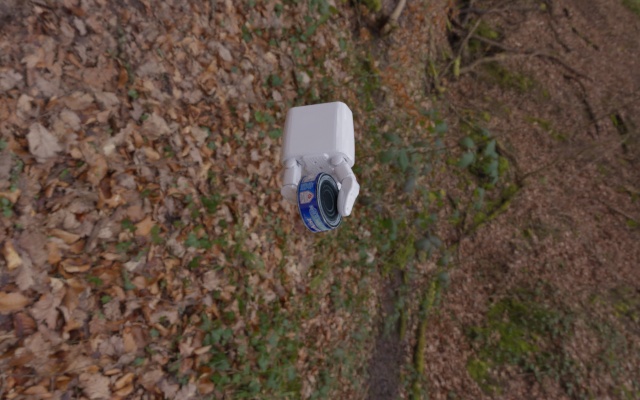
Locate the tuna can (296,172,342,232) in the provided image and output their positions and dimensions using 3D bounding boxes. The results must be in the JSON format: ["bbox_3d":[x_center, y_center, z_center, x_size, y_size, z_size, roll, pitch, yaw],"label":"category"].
[{"bbox_3d":[0.001,0.002,0.699,0.034,0.086,0.086,-10,-5,26],"label":"tuna can"}]
